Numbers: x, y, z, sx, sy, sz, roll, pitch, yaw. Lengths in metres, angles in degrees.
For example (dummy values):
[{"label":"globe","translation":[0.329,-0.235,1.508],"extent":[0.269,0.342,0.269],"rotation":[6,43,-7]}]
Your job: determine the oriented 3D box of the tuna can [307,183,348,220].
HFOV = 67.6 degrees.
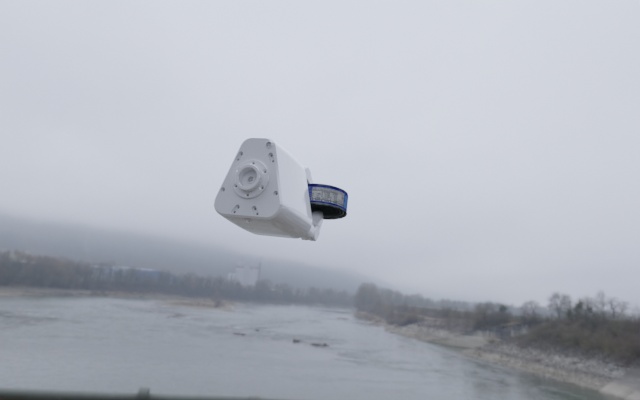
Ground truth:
[{"label":"tuna can","translation":[0.000,0.002,0.745],"extent":[0.086,0.033,0.086],"rotation":[6,-17,2]}]
